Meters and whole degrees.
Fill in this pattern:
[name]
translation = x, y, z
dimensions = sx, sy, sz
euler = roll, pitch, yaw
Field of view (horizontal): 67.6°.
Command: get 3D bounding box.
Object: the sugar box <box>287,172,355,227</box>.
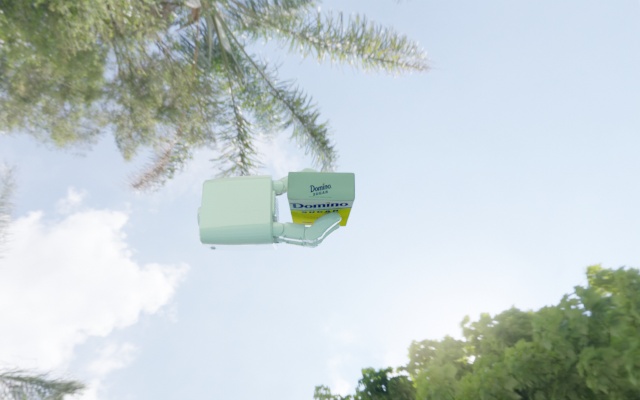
[sugar box]
translation = 0.000, 0.003, 0.719
dimensions = 0.093, 0.048, 0.176
euler = 1, -12, 0
